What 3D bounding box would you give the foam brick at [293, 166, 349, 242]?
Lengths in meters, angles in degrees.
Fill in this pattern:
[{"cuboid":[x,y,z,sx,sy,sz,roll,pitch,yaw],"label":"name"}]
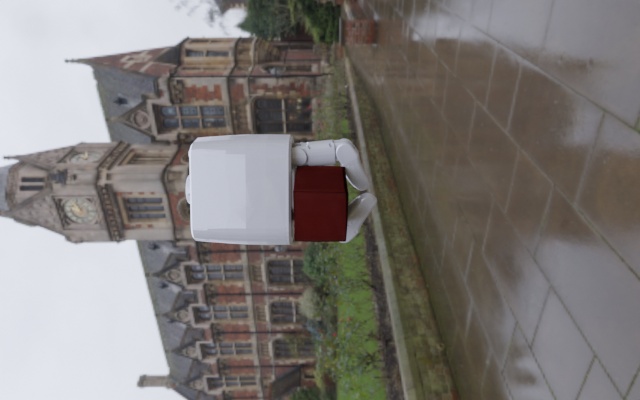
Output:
[{"cuboid":[0.000,0.002,0.478,0.051,0.053,0.078,1,22,0],"label":"foam brick"}]
